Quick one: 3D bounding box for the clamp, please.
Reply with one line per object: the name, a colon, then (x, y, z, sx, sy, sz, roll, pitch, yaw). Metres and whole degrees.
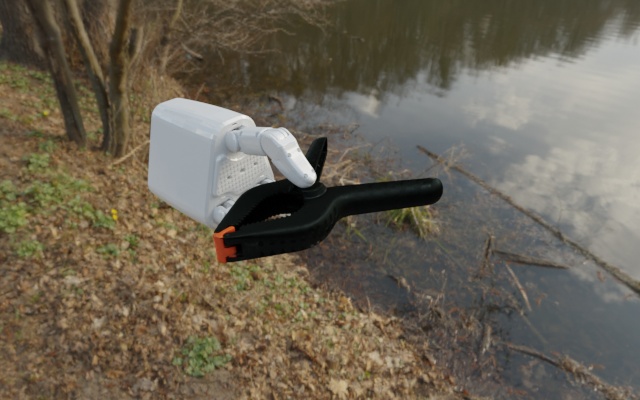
clamp: (0.000, 0.001, 0.435, 0.164, 0.036, 0.210, 20, 37, 34)
